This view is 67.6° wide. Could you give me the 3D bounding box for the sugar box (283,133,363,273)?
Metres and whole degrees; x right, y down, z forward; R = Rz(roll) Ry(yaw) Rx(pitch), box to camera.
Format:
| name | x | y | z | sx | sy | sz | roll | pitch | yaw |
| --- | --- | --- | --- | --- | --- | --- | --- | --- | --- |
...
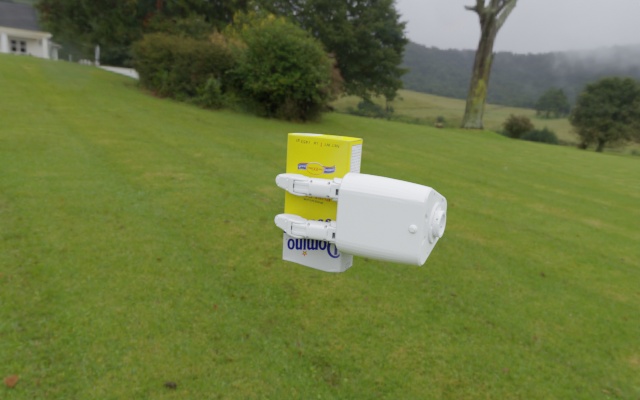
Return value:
| name | x | y | z | sx | sy | sz | roll | pitch | yaw |
| --- | --- | --- | --- | --- | --- | --- | --- | --- | --- |
| sugar box | 0.000 | 0.002 | 0.634 | 0.093 | 0.176 | 0.048 | 10 | 13 | 27 |
